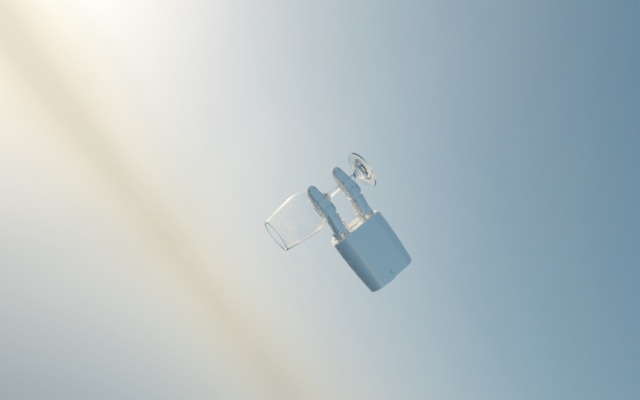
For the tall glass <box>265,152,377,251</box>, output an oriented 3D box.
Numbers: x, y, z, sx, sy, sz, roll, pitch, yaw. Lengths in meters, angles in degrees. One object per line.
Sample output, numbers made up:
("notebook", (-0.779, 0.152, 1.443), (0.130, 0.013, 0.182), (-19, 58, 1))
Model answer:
("tall glass", (0.001, 0.002, 0.831), (0.201, 0.079, 0.079), (-37, 12, -17))
